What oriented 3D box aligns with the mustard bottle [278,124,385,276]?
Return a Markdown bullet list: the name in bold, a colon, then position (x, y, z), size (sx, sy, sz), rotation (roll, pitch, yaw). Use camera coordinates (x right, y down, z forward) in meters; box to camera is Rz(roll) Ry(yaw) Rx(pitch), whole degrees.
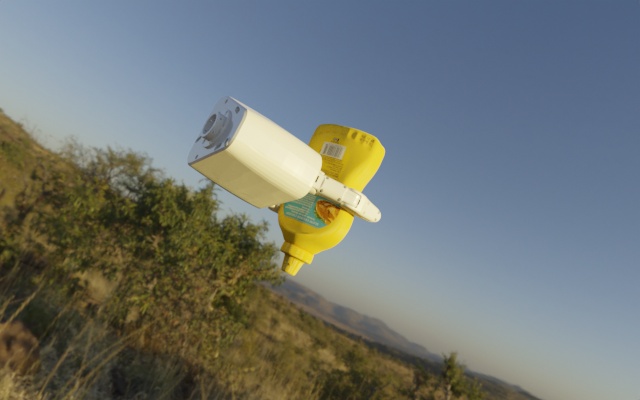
- **mustard bottle**: position (0.000, 0.002, 0.591), size (0.096, 0.191, 0.058), rotation (19, -12, 31)
